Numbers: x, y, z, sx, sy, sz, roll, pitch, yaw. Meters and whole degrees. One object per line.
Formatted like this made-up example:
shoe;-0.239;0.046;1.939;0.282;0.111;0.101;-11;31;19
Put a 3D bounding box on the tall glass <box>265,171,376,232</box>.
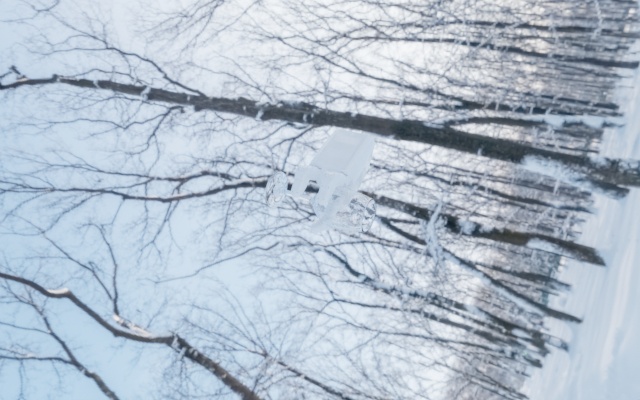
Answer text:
tall glass;-0.001;0.003;0.885;0.201;0.079;0.079;16;7;26
